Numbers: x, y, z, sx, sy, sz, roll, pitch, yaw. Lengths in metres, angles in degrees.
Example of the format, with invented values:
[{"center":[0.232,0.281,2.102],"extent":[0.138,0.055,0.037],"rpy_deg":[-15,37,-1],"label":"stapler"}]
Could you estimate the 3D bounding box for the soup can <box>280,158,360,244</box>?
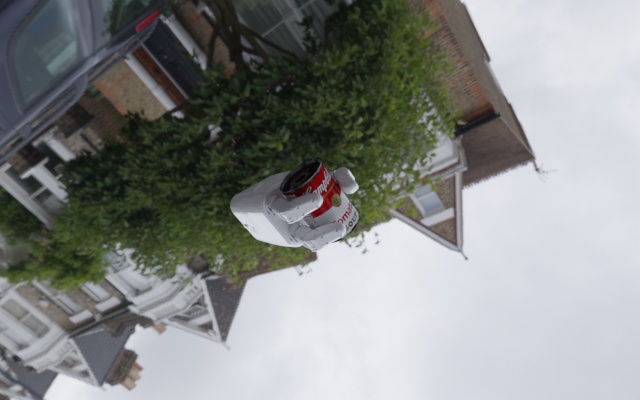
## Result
[{"center":[0.001,0.002,0.661],"extent":[0.068,0.102,0.068],"rpy_deg":[-30,25,16],"label":"soup can"}]
